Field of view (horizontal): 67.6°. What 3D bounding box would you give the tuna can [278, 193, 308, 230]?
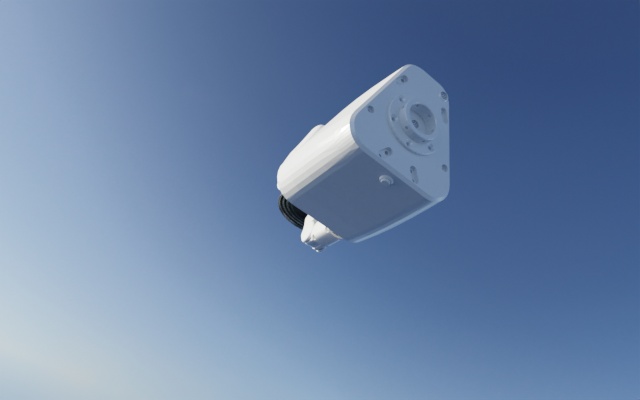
[{"bbox_3d":[0.000,0.001,0.513,0.086,0.033,0.086,14,-34,9],"label":"tuna can"}]
